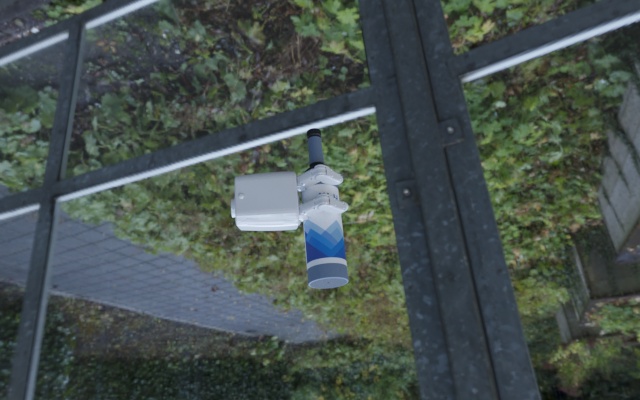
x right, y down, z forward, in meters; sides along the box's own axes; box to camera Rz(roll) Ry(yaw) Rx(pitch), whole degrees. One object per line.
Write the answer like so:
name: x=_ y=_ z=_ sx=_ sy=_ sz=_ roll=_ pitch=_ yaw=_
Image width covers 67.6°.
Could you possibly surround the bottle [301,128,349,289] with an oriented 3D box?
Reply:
bottle: x=0.000 y=0.003 z=0.843 sx=0.069 sy=0.295 sz=0.069 roll=-5 pitch=-25 yaw=-2
